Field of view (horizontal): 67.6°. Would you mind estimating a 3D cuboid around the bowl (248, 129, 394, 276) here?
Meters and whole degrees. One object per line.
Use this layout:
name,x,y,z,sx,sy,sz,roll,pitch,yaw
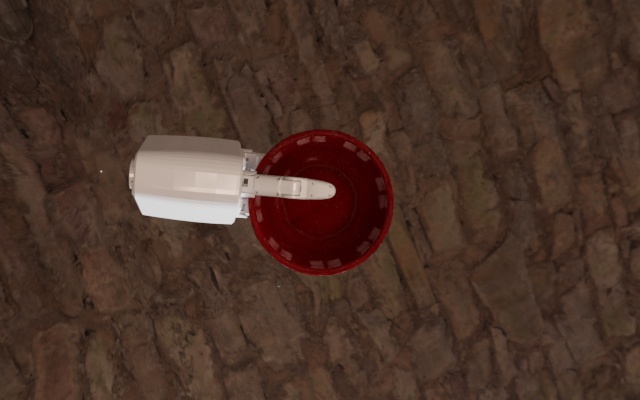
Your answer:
bowl,0.001,0.002,0.550,0.162,0.162,0.055,0,2,-2
